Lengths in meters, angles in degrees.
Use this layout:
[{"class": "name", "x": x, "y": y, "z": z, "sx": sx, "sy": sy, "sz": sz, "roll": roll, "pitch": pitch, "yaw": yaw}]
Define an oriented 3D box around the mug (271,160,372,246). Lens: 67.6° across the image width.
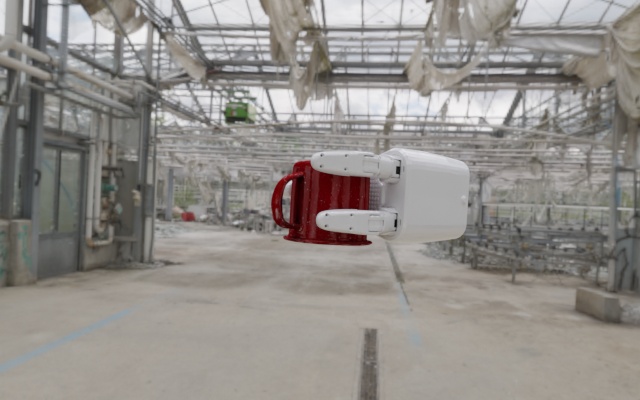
[{"class": "mug", "x": -0.001, "y": 0.001, "z": 0.491, "sx": 0.117, "sy": 0.081, "sz": 0.093, "roll": 3, "pitch": 0, "yaw": -37}]
